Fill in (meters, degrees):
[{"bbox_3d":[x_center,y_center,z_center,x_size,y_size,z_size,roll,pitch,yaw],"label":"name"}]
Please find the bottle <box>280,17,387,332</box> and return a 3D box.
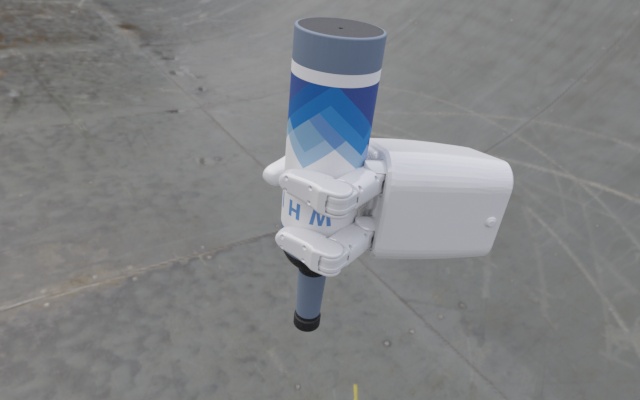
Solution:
[{"bbox_3d":[0.000,0.001,0.416,0.069,0.296,0.069,5,32,-3],"label":"bottle"}]
